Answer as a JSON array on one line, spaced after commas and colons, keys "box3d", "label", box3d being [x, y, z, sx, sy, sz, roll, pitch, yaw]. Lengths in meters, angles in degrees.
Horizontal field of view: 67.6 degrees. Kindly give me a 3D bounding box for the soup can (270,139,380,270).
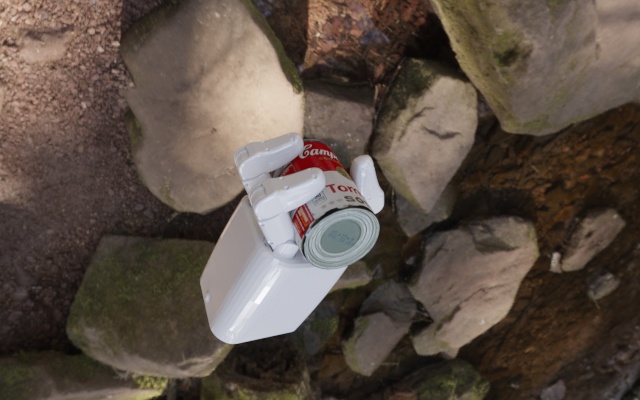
[{"box3d": [0.001, 0.001, 0.414, 0.068, 0.068, 0.102, 0, 37, -25], "label": "soup can"}]
